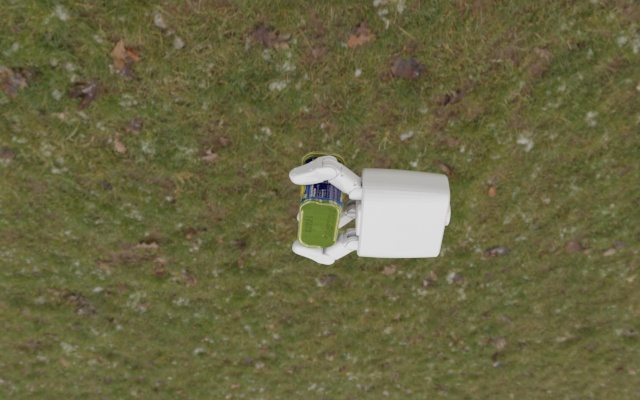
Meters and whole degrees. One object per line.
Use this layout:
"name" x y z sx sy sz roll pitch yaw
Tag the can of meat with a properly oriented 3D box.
"can of meat" 0.000 0.002 0.624 0.057 0.083 0.102 5 -40 -1
